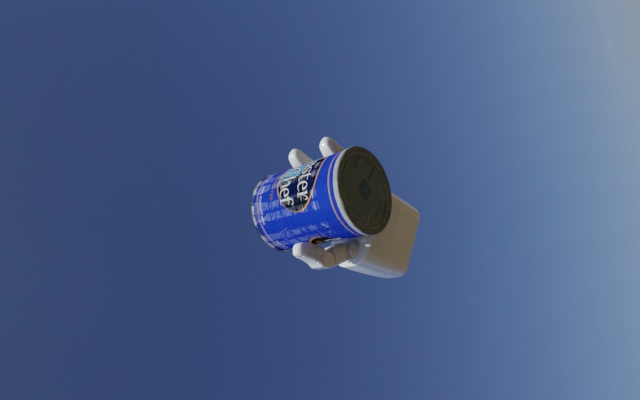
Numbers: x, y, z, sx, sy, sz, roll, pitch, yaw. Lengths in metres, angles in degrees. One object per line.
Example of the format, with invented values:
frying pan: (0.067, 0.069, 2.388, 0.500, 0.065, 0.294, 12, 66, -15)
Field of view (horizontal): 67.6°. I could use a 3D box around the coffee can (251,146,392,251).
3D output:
coffee can: (0.000, 0.002, 0.581, 0.140, 0.103, 0.103, -15, -10, 40)
